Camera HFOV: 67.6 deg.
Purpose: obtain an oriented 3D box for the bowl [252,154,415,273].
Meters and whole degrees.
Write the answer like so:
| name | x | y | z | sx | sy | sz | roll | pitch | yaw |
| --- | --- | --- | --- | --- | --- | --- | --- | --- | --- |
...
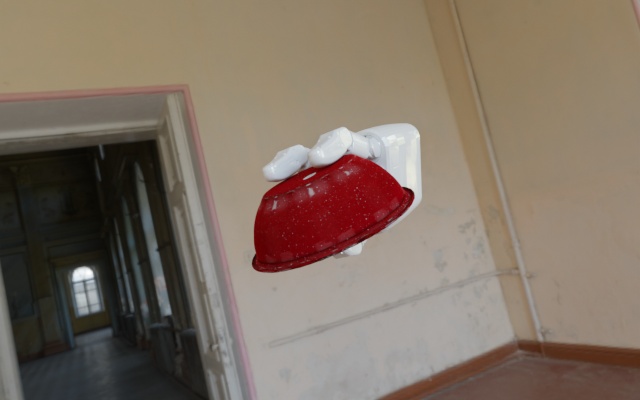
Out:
| name | x | y | z | sx | sy | sz | roll | pitch | yaw |
| --- | --- | --- | --- | --- | --- | --- | --- | --- | --- |
| bowl | 0.000 | 0.001 | 0.432 | 0.162 | 0.055 | 0.162 | -24 | 12 | 5 |
